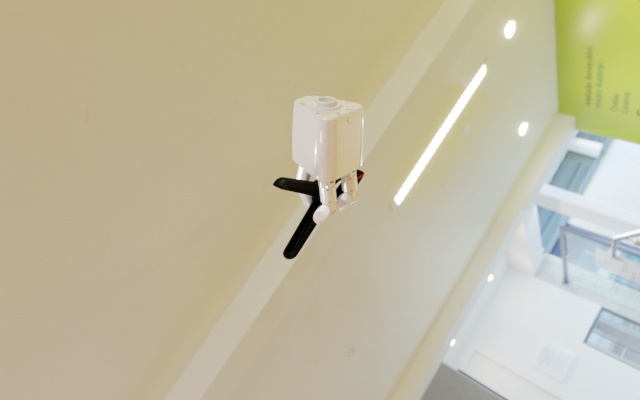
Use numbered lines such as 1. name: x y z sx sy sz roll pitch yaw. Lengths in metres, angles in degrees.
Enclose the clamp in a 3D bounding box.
1. clamp: 0.000 0.002 0.846 0.036 0.165 0.210 28 40 35
